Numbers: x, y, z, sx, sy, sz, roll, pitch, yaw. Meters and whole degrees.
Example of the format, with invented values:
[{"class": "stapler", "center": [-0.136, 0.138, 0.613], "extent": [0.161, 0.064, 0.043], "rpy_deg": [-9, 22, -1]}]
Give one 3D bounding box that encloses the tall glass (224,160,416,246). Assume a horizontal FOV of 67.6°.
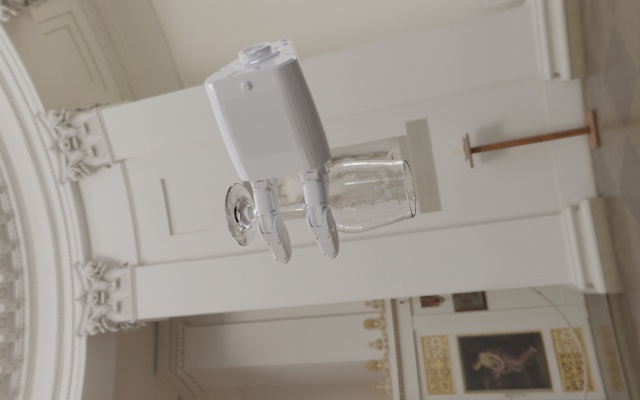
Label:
[{"class": "tall glass", "center": [-0.001, 0.002, 0.529], "extent": [0.201, 0.079, 0.079], "rpy_deg": [-8, -3, 17]}]
